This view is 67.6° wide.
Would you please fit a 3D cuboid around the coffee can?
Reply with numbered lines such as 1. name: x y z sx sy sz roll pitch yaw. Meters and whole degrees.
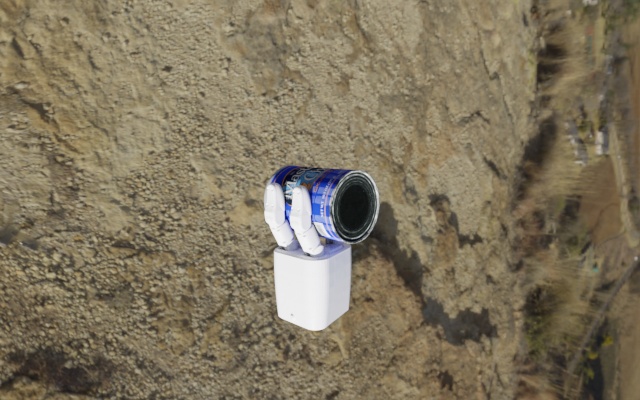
1. coffee can: 0.000 0.002 0.703 0.103 0.103 0.140 0 5 -45
